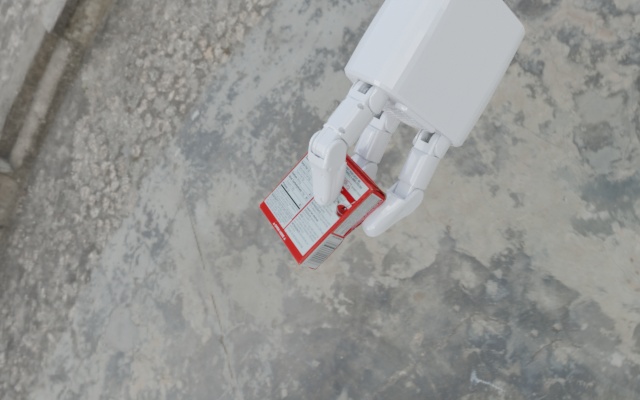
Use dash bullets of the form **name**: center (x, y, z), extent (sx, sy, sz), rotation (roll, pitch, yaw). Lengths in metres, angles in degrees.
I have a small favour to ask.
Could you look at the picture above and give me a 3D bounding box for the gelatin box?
- **gelatin box**: center (0.000, 0.001, 0.403), extent (0.073, 0.089, 0.030), rotation (51, 12, 33)
